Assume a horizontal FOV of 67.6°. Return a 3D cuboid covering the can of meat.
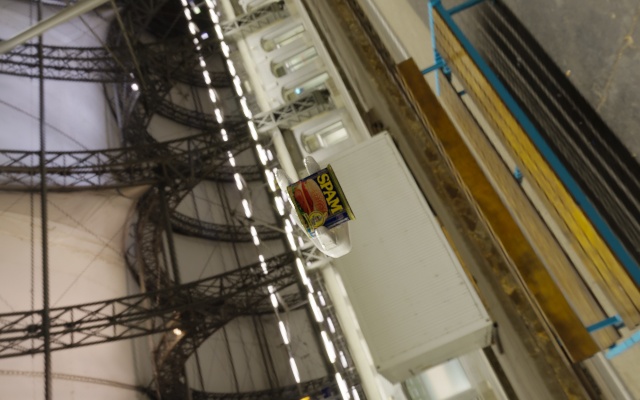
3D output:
[{"bbox_3d":[0.000,0.003,0.804,0.084,0.102,0.057,-25,-15,5],"label":"can of meat"}]
